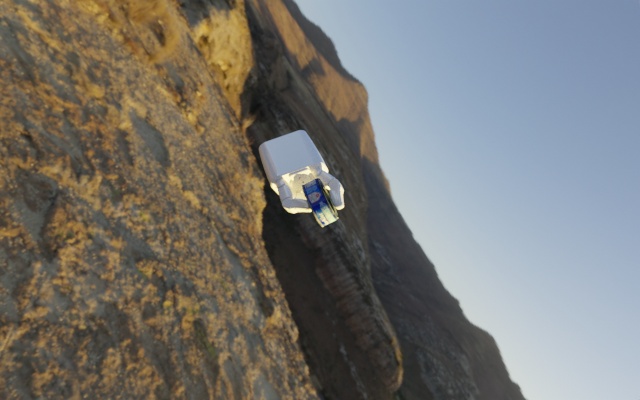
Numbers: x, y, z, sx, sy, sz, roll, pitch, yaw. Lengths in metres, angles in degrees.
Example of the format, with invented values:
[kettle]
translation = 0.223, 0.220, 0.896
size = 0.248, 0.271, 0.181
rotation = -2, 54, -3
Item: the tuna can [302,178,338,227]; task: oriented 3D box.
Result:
[tuna can]
translation = 0.001, 0.003, 0.871
size = 0.034, 0.086, 0.086
rotation = -26, -3, 6
